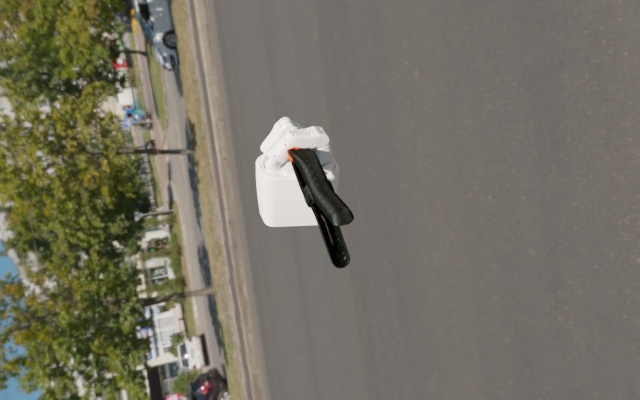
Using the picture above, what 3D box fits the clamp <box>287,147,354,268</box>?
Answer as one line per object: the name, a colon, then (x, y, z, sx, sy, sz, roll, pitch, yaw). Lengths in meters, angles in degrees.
clamp: (-0.001, 0.002, 0.609, 0.039, 0.120, 0.171, -13, 48, -15)
